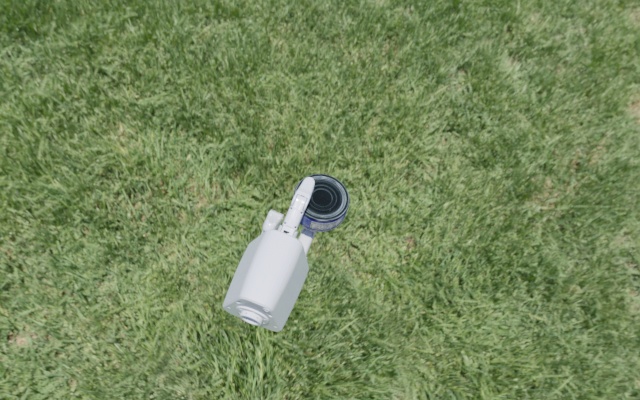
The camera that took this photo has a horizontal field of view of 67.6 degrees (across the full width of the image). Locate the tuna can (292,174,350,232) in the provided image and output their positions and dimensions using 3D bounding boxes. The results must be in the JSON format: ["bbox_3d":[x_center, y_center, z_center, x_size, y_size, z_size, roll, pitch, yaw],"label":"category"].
[{"bbox_3d":[0.000,0.002,0.723,0.086,0.086,0.034,0,-31,-11],"label":"tuna can"}]
